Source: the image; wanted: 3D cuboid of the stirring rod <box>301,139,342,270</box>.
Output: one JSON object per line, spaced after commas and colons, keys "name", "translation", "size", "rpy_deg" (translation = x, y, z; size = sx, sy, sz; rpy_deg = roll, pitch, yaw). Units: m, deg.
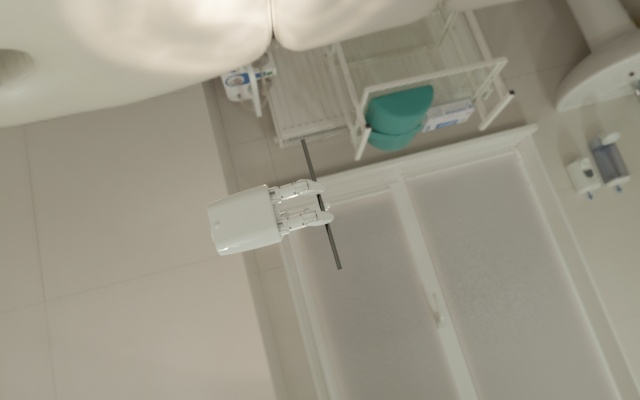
{"name": "stirring rod", "translation": [0.000, 0.003, 0.826], "size": [0.011, 0.239, 0.011], "rpy_deg": [-15, -15, -4]}
